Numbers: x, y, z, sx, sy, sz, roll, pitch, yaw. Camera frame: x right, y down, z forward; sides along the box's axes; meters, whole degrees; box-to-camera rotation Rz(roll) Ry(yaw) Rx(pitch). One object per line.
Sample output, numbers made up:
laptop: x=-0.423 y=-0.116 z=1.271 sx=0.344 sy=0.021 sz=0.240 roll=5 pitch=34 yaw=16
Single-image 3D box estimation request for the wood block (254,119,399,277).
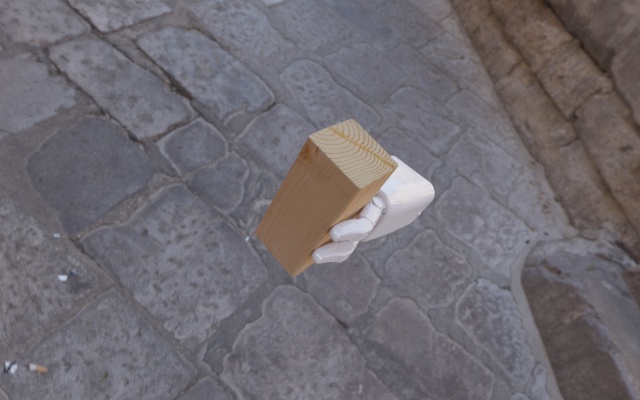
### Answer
wood block: x=0.000 y=0.002 z=0.644 sx=0.090 sy=0.091 sz=0.206 roll=-29 pitch=-19 yaw=-43
